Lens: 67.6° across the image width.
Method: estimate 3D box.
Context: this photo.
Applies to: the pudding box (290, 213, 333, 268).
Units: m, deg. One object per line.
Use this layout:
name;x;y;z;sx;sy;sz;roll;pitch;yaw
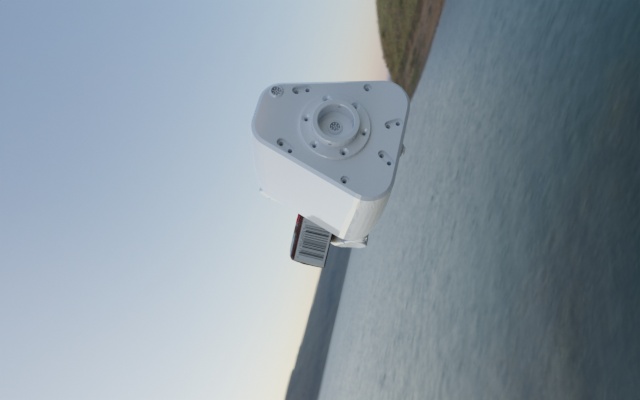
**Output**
pudding box;0.000;0.002;0.496;0.039;0.113;0.090;15;11;-2
